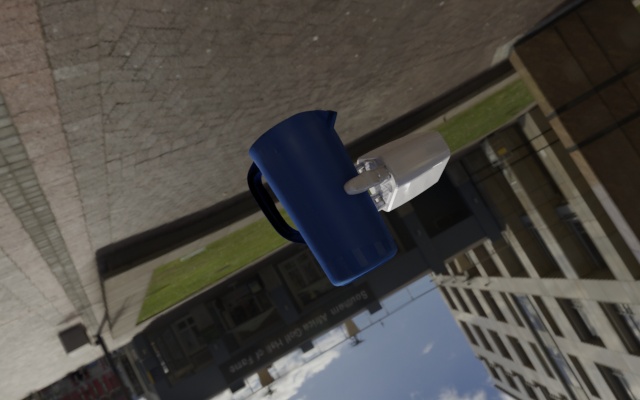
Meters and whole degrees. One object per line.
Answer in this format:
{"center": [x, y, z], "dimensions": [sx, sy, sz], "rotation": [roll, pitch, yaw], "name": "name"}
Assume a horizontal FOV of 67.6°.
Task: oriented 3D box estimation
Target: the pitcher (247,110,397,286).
{"center": [0.000, 0.002, 0.706], "dimensions": [0.145, 0.243, 0.149], "rotation": [-28, -7, -18], "name": "pitcher"}
